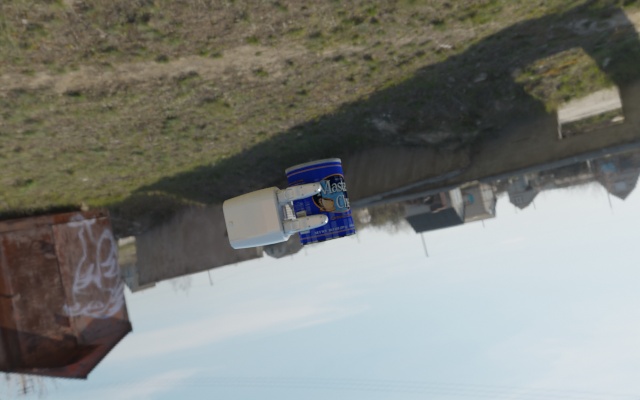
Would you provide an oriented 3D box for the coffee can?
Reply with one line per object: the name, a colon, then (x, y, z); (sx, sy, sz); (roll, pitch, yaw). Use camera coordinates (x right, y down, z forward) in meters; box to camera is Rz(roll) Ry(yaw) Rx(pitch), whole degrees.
coffee can: (0.000, 0.003, 0.868); (0.103, 0.140, 0.103); (-12, -3, -1)
